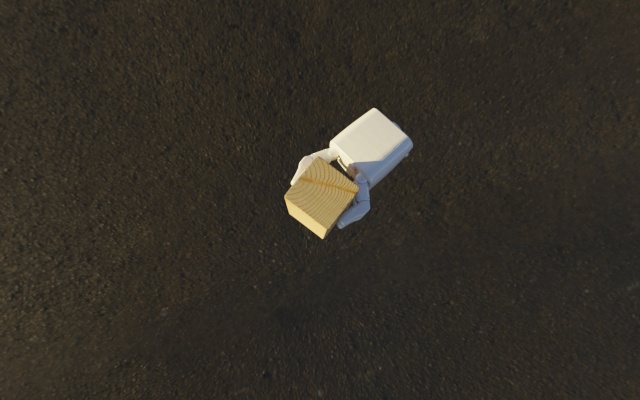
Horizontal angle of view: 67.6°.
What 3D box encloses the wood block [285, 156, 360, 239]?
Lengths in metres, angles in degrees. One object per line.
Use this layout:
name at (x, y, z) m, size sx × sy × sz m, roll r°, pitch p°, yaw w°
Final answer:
wood block at (0.000, 0.002, 0.865) m, size 0.091 × 0.090 × 0.206 m, roll 38°, pitch -8°, yaw 4°
